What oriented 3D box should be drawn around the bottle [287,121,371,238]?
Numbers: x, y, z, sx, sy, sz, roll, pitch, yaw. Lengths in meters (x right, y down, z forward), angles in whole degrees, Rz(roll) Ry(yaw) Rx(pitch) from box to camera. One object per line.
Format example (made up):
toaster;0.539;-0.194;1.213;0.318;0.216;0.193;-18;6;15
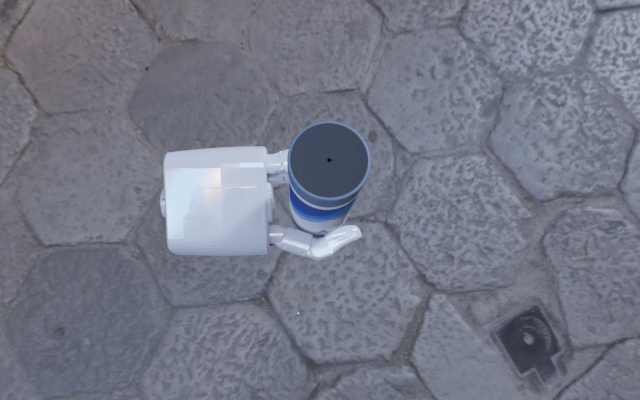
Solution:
bottle;0.000;0.002;0.519;0.069;0.069;0.296;0;-13;-3
